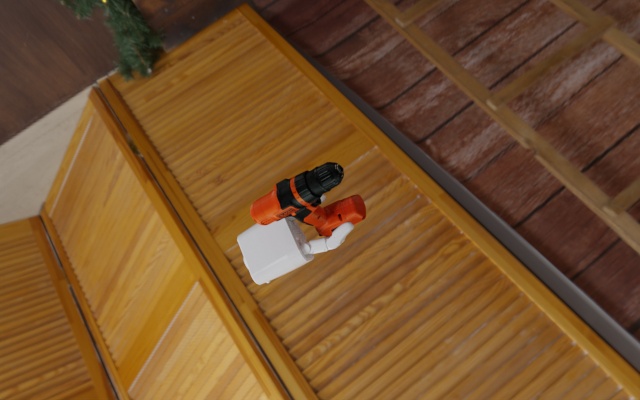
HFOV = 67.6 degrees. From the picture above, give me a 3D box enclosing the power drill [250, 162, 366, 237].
[{"bbox_3d":[0.000,0.003,0.828,0.184,0.057,0.188,-26,-28,29],"label":"power drill"}]
